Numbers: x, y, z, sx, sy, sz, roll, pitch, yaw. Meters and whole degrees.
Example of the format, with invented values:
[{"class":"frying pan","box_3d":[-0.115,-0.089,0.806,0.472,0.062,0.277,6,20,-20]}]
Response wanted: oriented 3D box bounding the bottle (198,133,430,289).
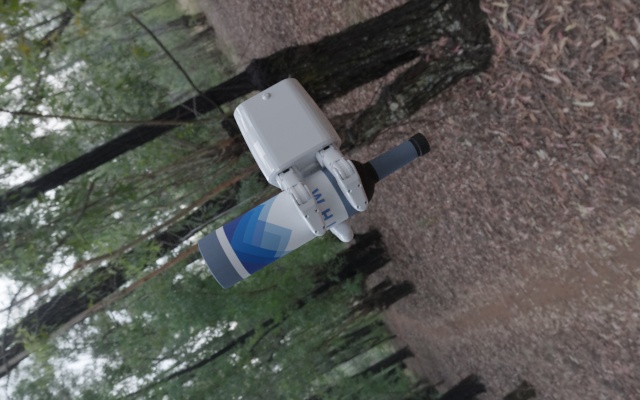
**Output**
[{"class":"bottle","box_3d":[0.000,0.002,0.572,0.295,0.069,0.069,-30,3,-5]}]
